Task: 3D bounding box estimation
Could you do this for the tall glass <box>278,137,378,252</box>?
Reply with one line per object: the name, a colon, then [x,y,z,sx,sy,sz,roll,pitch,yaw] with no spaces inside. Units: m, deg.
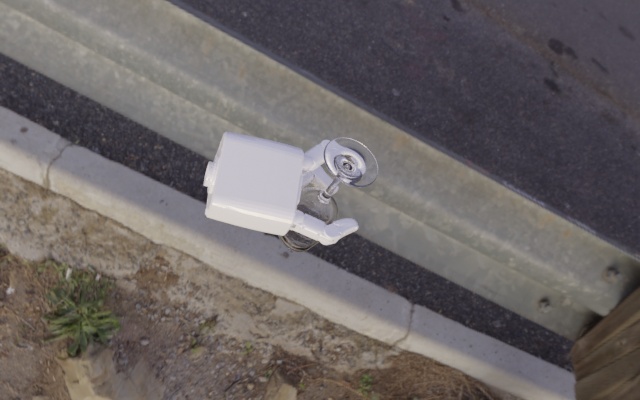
tall glass: [0.001,0.002,0.665,0.079,0.079,0.201,0,-31,-26]
